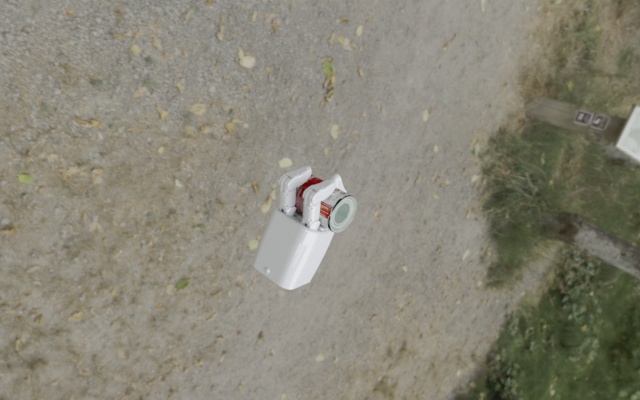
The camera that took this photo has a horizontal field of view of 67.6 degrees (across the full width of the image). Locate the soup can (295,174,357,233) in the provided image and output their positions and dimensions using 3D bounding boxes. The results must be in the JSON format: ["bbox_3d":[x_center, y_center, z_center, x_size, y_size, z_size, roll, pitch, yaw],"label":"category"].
[{"bbox_3d":[0.001,0.002,0.787,0.102,0.068,0.068,29,17,34],"label":"soup can"}]
